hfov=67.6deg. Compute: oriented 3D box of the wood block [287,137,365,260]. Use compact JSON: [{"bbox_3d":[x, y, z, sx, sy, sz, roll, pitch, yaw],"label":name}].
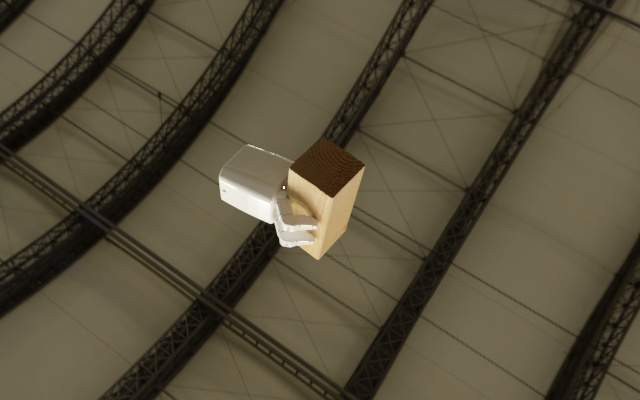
[{"bbox_3d":[0.000,0.002,0.831,0.090,0.090,0.206,35,-30,15],"label":"wood block"}]
